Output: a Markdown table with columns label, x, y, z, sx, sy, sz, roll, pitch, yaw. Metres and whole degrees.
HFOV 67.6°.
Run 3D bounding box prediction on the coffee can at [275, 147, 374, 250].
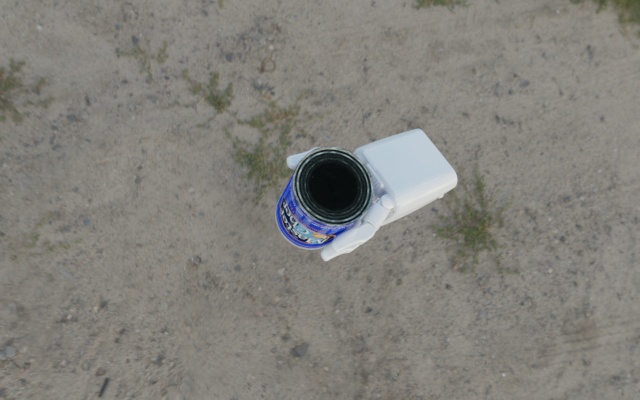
| label | x | y | z | sx | sy | sz | roll | pitch | yaw |
| --- | --- | --- | --- | --- | --- | --- | --- | --- | --- |
| coffee can | 0.000 | 0.002 | 0.641 | 0.103 | 0.102 | 0.140 | 0 | -17 | -14 |
